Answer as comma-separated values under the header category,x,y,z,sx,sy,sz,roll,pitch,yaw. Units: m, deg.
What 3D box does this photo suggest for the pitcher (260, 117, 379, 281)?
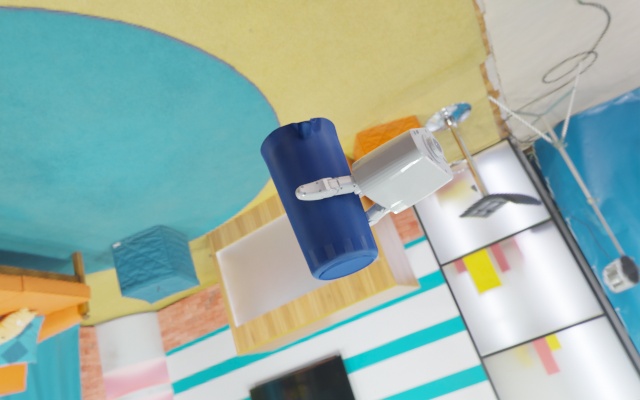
category,x,y,z,sx,sy,sz,roll,pitch,yaw
pitcher,0.000,0.002,0.771,0.145,0.242,0.149,-33,-25,28
